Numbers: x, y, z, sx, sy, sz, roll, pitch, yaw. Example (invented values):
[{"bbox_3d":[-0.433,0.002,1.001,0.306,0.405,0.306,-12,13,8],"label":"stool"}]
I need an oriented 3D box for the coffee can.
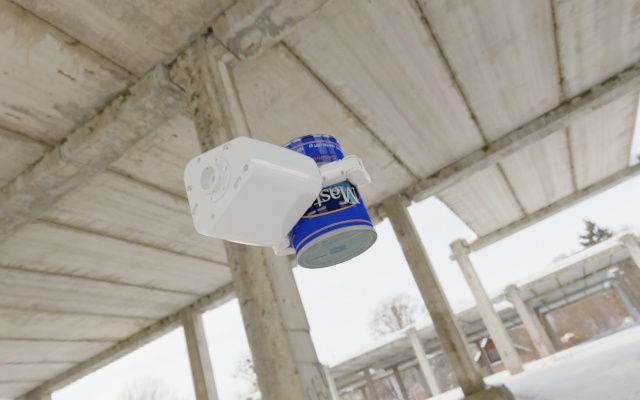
[{"bbox_3d":[0.000,0.002,0.608,0.103,0.140,0.103,-16,-26,-8],"label":"coffee can"}]
